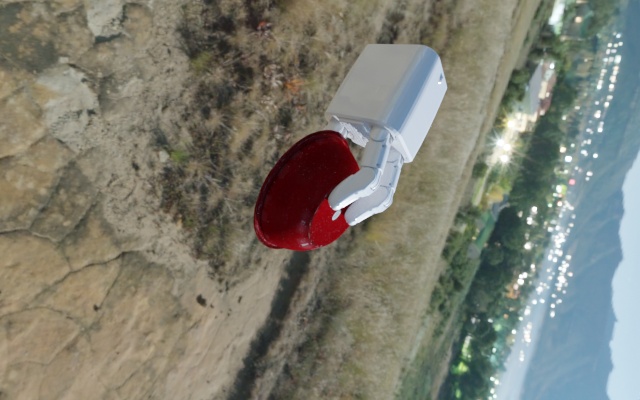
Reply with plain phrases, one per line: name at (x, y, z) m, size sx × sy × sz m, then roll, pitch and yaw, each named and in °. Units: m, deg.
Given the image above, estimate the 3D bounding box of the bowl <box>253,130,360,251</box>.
bowl at (0.000, 0.003, 0.560) m, size 0.055 × 0.162 × 0.162 m, roll 35°, pitch 19°, yaw 30°
